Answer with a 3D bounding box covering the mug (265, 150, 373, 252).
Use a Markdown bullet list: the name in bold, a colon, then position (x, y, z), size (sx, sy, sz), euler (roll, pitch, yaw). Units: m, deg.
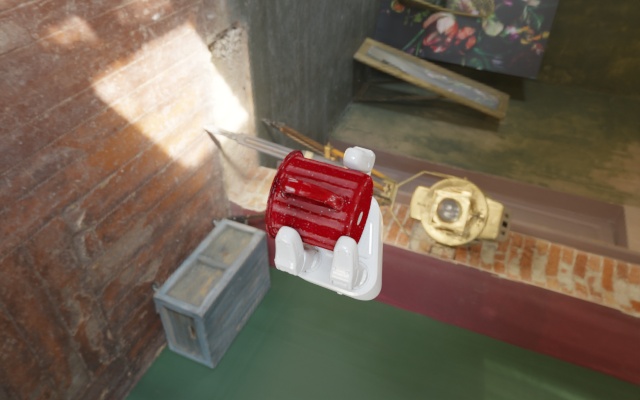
- **mug**: position (0.000, 0.001, 0.458), size (0.081, 0.093, 0.117), euler (16, -11, 16)
